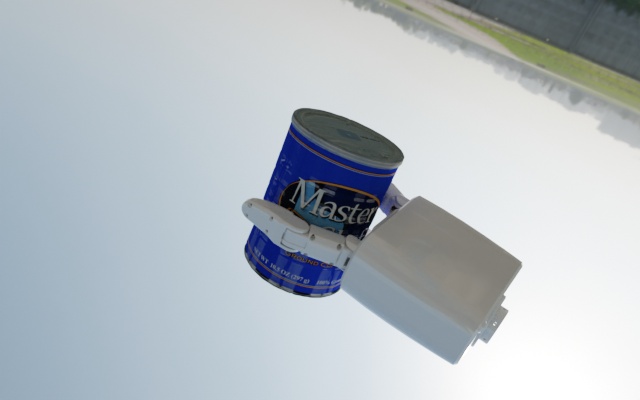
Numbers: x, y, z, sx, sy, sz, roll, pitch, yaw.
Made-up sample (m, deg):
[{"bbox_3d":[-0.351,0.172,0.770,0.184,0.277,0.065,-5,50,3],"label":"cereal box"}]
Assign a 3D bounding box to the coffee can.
[{"bbox_3d":[0.000,0.001,0.435,0.103,0.140,0.102,19,23,-9],"label":"coffee can"}]
